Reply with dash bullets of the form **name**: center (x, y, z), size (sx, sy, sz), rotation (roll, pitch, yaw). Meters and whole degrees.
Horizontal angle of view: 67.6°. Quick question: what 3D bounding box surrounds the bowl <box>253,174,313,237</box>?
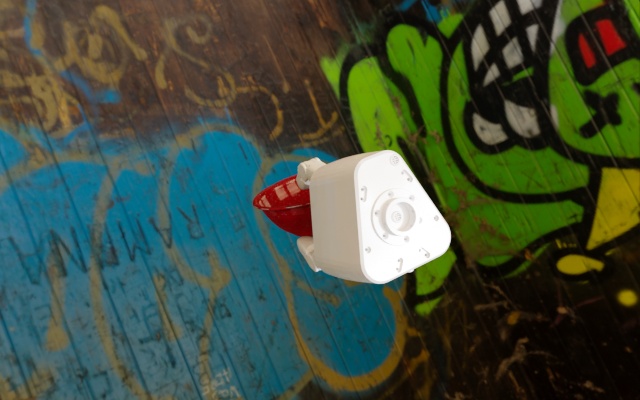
- **bowl**: center (0.000, 0.002, 0.600), size (0.162, 0.055, 0.162), rotation (-15, 16, 5)
